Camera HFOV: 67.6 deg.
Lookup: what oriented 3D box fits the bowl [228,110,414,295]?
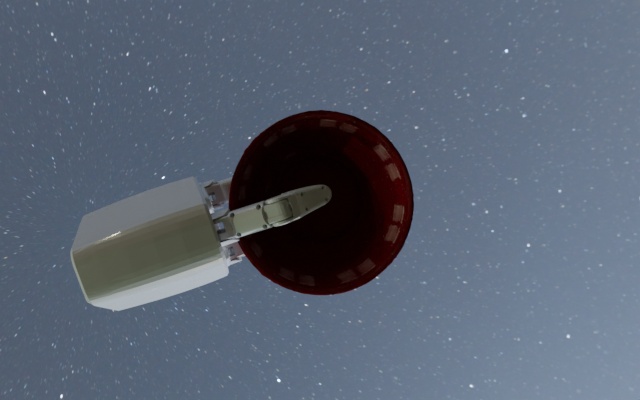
[{"bbox_3d":[0.001,0.001,0.439,0.162,0.162,0.055,0,4,-4],"label":"bowl"}]
